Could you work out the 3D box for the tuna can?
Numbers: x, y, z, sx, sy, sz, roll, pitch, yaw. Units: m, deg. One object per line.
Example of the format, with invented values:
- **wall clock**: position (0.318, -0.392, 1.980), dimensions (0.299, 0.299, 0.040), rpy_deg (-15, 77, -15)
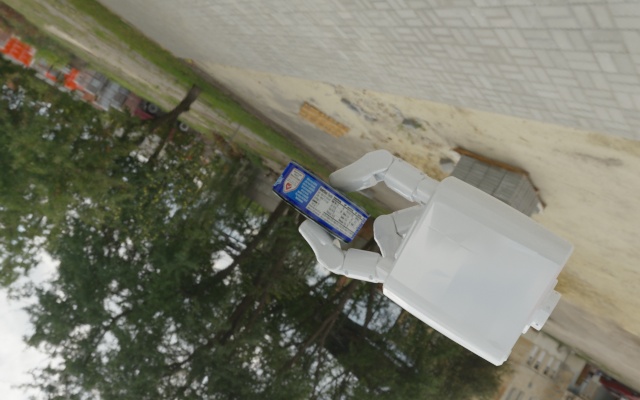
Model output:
- **tuna can**: position (0.000, 0.002, 0.422), dimensions (0.086, 0.034, 0.086), rpy_deg (35, 0, 0)
